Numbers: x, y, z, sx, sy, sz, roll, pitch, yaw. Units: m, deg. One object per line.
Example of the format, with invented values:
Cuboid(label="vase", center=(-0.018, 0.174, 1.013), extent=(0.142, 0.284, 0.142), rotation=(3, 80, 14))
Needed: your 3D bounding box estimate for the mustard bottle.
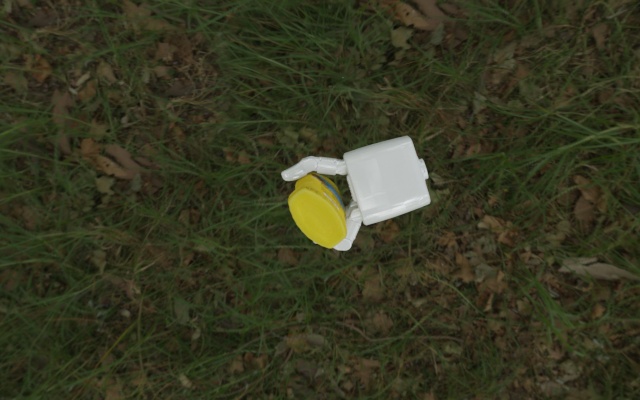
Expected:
Cuboid(label="mustard bottle", center=(0.000, 0.003, 0.746), extent=(0.058, 0.096, 0.191), rotation=(-41, 9, 12))
